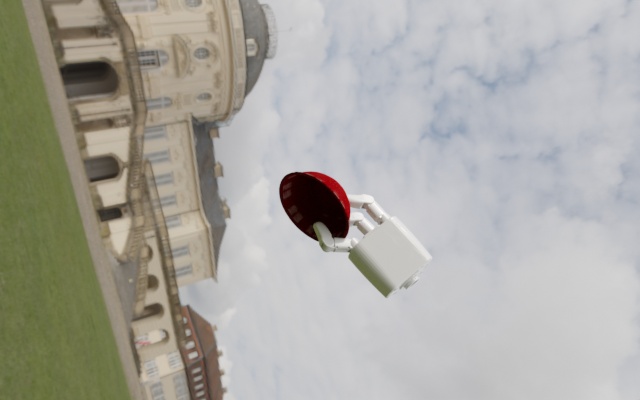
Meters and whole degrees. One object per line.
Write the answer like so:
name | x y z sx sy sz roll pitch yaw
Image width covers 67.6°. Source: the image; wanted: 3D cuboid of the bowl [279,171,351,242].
bowl | -0.001 0.002 0.899 0.162 0.162 0.055 0 34 44
